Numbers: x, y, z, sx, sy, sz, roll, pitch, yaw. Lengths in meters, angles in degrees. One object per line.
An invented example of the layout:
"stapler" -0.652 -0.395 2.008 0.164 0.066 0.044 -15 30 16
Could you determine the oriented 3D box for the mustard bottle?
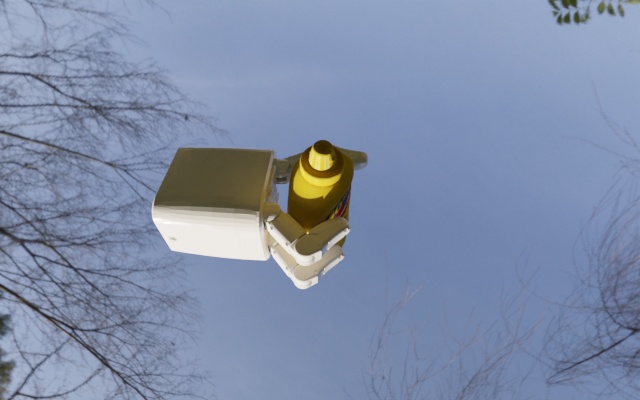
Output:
"mustard bottle" 0.000 0.002 0.499 0.058 0.096 0.192 25 -28 14
